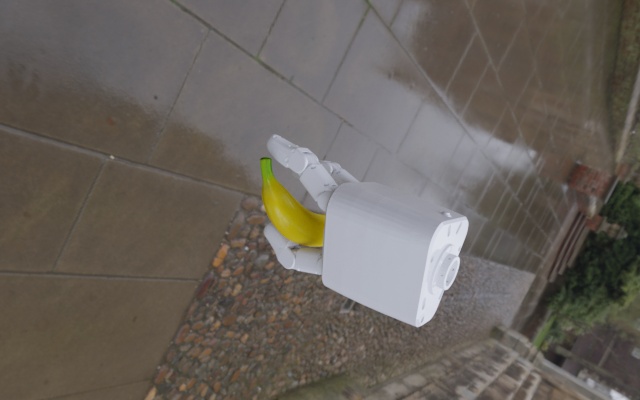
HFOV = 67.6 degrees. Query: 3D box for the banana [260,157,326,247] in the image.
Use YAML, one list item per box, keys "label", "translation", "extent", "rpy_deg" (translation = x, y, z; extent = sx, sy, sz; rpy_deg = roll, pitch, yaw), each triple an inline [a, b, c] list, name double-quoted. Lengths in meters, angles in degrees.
- label: "banana"
  translation: [-0.007, 0.018, 0.533]
  extent: [0.037, 0.069, 0.198]
  rpy_deg: [13, -10, 33]
